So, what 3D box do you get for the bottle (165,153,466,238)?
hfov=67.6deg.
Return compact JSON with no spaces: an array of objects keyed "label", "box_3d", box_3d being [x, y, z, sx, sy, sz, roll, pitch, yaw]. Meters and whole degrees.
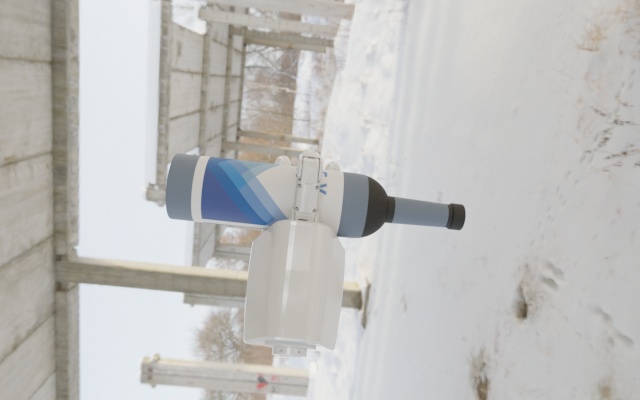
[{"label":"bottle","box_3d":[0.000,0.001,0.486,0.296,0.069,0.069,6,0,-4]}]
